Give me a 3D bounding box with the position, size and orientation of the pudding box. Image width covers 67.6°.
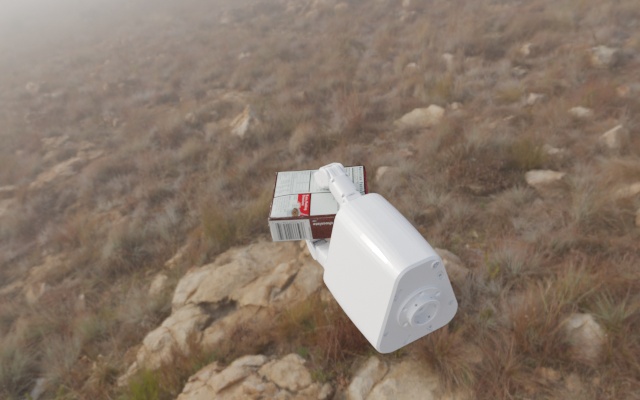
[{"bbox_3d":[0.000,0.002,0.556,0.113,0.039,0.090,-3,39,5],"label":"pudding box"}]
